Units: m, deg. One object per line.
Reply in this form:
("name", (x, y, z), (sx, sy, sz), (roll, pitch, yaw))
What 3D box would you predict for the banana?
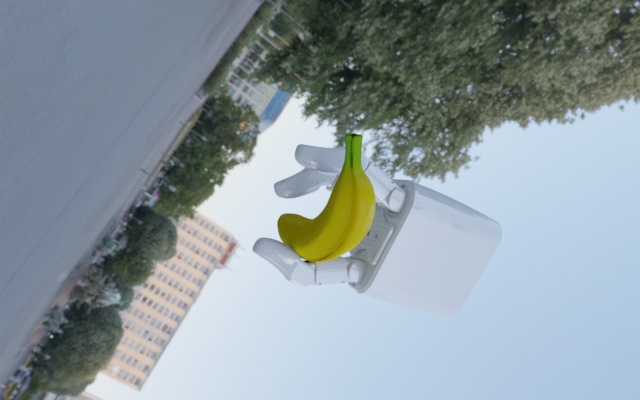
("banana", (0.002, 0.018, 0.400), (0.037, 0.069, 0.198), (6, -21, -20))
